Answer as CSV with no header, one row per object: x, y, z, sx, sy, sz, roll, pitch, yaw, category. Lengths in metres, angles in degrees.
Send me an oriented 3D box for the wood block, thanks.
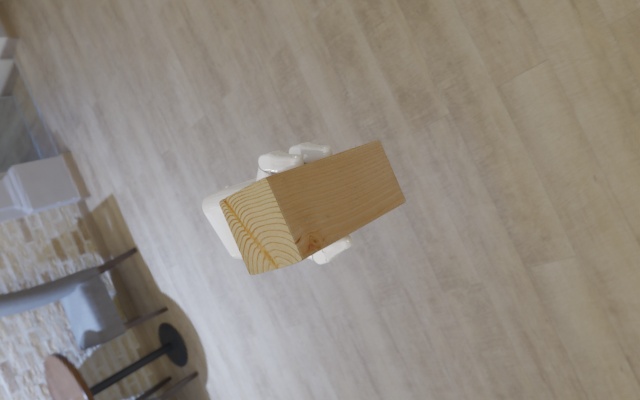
0.000,0.002,0.563,0.090,0.091,0.206,-22,1,43,wood block
